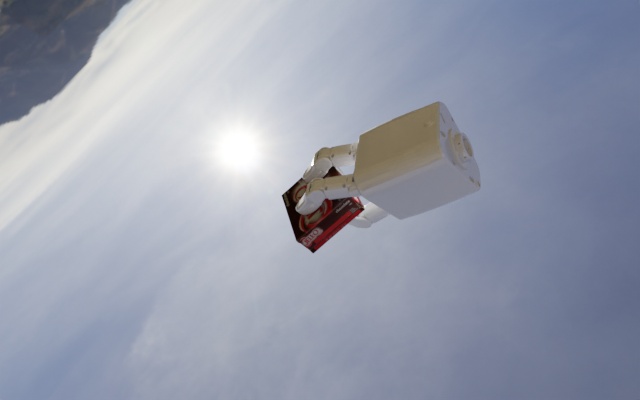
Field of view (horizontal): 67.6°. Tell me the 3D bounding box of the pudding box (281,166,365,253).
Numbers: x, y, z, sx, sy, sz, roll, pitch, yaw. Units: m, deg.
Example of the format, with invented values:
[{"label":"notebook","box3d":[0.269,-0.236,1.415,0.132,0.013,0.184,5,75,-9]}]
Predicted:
[{"label":"pudding box","box3d":[0.000,0.002,0.627,0.039,0.090,0.113,43,13,-31]}]
